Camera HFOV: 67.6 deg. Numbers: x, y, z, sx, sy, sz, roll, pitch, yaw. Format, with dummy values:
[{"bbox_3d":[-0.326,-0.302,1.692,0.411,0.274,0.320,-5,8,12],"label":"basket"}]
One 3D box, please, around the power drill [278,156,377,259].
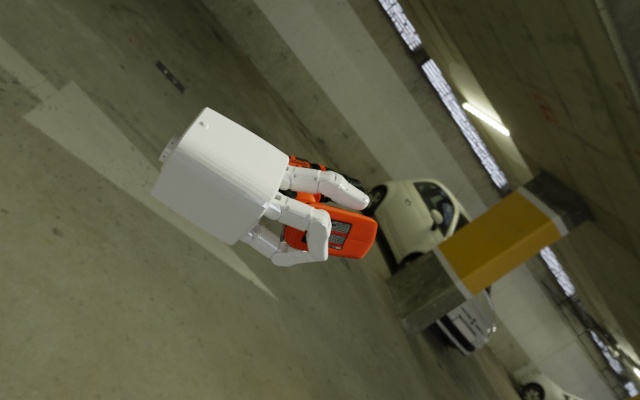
[{"bbox_3d":[0.000,0.002,0.606,0.184,0.057,0.187,11,20,-24],"label":"power drill"}]
